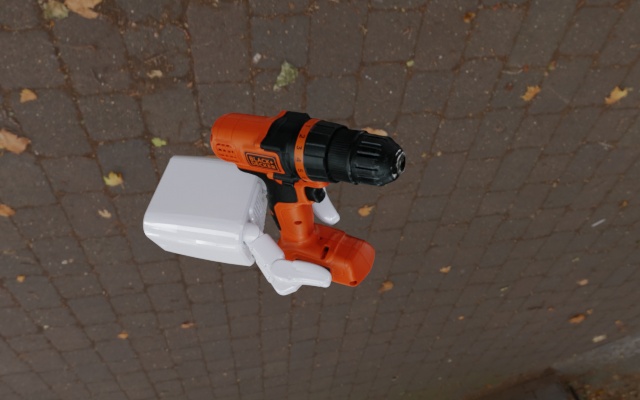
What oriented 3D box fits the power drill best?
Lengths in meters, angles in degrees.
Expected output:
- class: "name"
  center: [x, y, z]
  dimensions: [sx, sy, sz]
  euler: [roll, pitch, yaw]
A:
- class: "power drill"
  center: [0.000, 0.002, 0.453]
  dimensions: [0.184, 0.188, 0.057]
  euler: [14, 51, 30]
